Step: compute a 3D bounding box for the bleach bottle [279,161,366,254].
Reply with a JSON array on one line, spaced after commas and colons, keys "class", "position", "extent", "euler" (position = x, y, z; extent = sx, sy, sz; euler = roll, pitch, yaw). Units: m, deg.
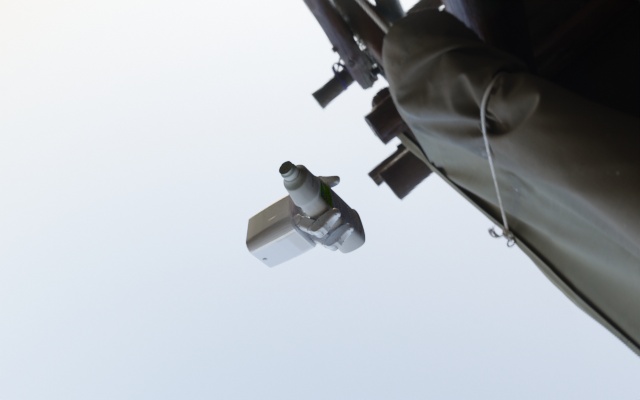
[{"class": "bleach bottle", "position": [0.000, 0.003, 0.898], "extent": [0.068, 0.102, 0.251], "euler": [-29, -43, 14]}]
